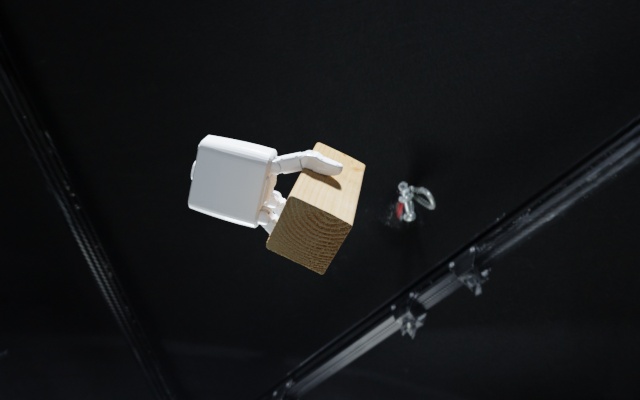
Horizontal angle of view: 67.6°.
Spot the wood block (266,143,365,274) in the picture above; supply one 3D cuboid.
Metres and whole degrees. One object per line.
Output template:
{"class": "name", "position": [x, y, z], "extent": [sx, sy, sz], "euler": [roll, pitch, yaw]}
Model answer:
{"class": "wood block", "position": [0.000, 0.002, 0.706], "extent": [0.090, 0.091, 0.206], "euler": [26, 28, -3]}
